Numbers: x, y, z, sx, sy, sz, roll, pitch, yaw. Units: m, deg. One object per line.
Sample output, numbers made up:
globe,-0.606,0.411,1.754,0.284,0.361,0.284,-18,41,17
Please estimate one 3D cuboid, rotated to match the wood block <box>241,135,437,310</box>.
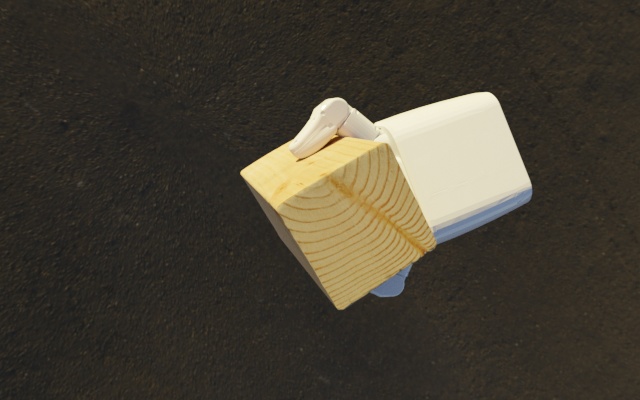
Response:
wood block,0.000,0.001,0.423,0.090,0.091,0.206,-32,16,-9
